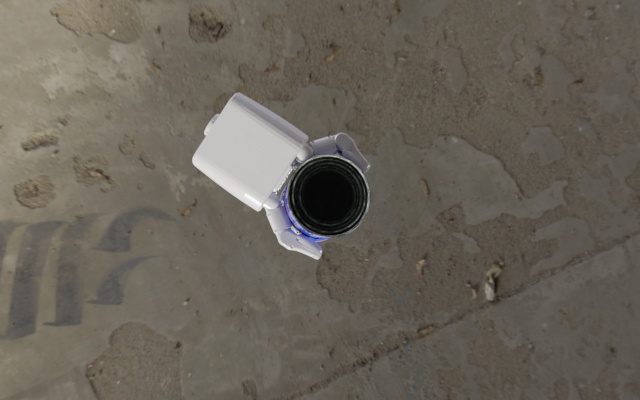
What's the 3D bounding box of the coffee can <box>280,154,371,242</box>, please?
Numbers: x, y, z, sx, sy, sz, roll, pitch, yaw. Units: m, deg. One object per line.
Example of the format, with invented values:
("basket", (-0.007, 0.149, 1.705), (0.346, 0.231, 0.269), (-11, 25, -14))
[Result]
("coffee can", (0.000, 0.002, 0.640), (0.103, 0.103, 0.140), (0, -7, -9))
